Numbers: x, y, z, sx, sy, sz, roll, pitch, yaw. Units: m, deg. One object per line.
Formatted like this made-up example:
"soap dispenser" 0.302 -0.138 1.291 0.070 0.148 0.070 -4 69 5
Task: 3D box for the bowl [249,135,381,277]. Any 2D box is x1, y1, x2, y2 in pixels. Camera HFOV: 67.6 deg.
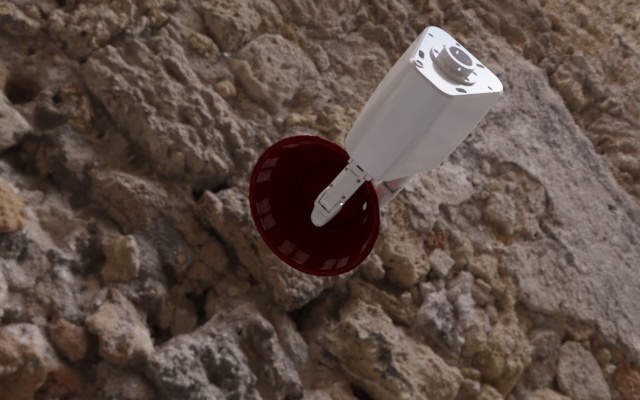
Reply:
"bowl" -0.001 0.002 0.541 0.162 0.162 0.055 0 17 28
